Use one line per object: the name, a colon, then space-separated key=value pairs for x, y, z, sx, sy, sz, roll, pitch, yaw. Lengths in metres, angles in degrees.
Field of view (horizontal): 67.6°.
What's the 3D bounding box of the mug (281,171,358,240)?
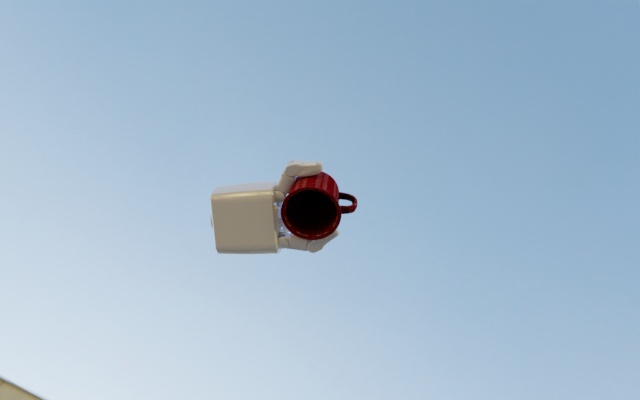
mug: x=0.002 y=0.002 z=0.759 sx=0.117 sy=0.093 sz=0.081 roll=-2 pitch=27 yaw=5
